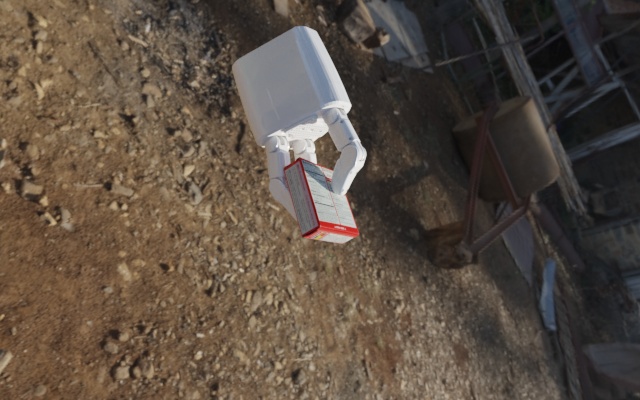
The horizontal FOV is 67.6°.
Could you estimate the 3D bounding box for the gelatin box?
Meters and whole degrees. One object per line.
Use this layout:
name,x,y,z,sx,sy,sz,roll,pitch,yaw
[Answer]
gelatin box,0.001,0.002,0.540,0.030,0.089,0.073,-32,-28,29
